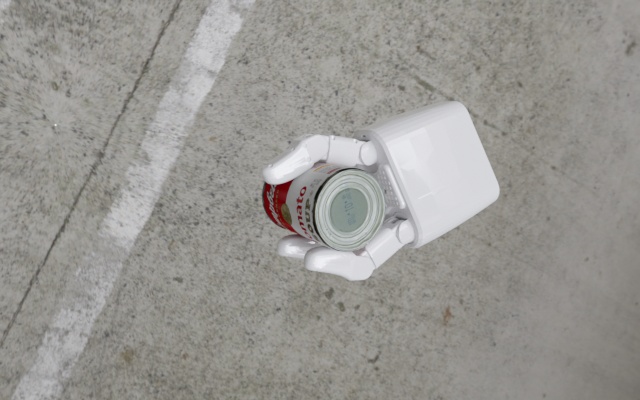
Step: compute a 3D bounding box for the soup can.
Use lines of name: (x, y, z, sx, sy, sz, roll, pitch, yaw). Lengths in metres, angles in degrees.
soup can: (0.000, 0.001, 0.409, 0.068, 0.068, 0.102, 0, 8, -29)
